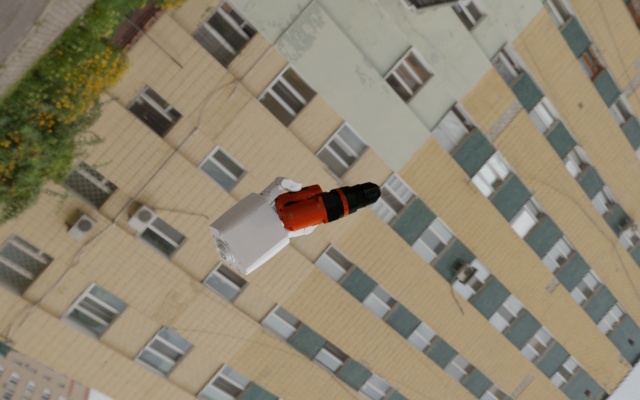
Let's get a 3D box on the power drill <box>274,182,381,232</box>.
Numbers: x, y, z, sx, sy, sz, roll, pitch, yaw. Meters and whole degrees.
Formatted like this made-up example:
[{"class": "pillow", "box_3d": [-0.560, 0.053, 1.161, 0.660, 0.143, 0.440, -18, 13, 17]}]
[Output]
[{"class": "power drill", "box_3d": [0.000, 0.003, 0.891, 0.184, 0.057, 0.187, -16, 7, -17]}]
